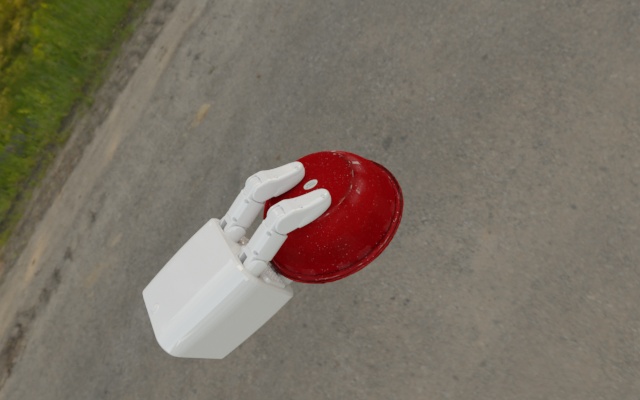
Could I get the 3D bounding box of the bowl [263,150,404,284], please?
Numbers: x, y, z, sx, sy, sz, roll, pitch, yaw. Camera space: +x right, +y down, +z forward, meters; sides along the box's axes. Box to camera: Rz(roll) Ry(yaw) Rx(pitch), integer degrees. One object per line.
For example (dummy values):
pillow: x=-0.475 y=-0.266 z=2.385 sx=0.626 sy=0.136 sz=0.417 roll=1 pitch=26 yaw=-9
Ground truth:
bowl: x=0.001 y=0.000 z=0.491 sx=0.162 sy=0.162 sz=0.055 roll=0 pitch=-36 yaw=29
